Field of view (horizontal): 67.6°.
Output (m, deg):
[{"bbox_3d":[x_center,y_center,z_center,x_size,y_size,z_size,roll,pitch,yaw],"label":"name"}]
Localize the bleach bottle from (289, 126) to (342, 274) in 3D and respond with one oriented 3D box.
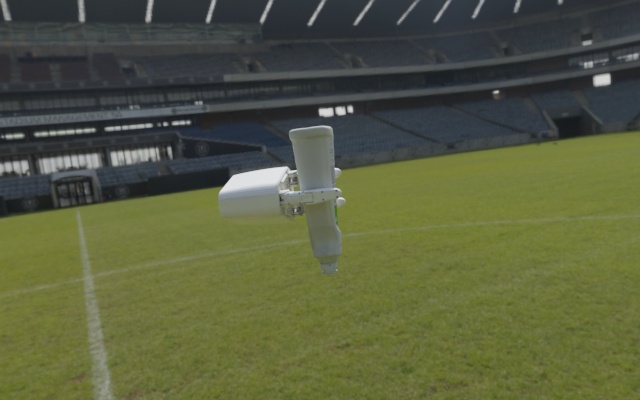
[{"bbox_3d":[0.000,0.003,0.815,0.068,0.251,0.102,-6,6,11],"label":"bleach bottle"}]
